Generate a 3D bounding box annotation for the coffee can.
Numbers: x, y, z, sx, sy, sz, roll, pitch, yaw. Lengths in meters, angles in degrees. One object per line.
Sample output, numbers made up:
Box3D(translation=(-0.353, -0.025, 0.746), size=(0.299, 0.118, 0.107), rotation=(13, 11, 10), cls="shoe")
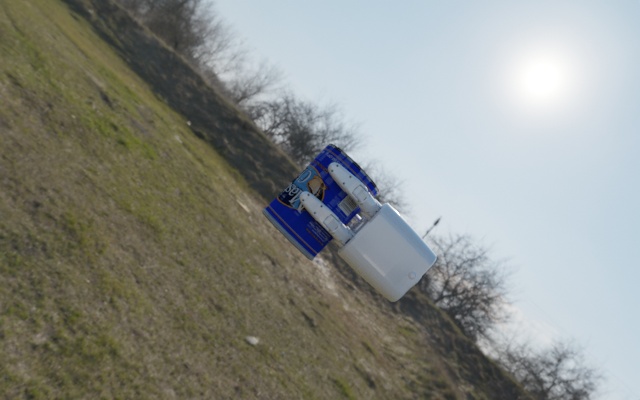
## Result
Box3D(translation=(0.000, 0.002, 0.695), size=(0.103, 0.140, 0.103), rotation=(45, -3, 3), cls="coffee can")
